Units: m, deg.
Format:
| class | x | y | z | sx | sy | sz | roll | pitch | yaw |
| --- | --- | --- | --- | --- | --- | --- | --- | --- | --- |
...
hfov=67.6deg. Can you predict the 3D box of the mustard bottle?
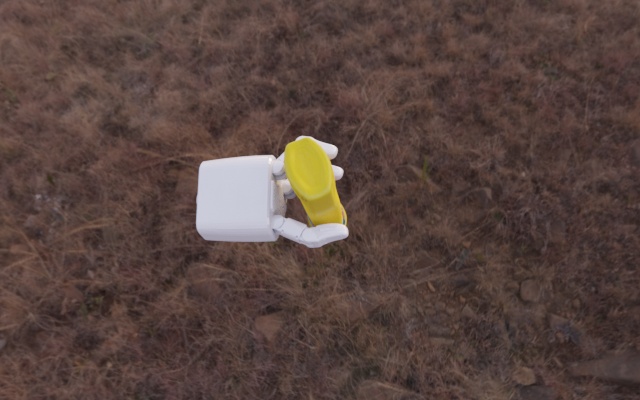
| class | x | y | z | sx | sy | sz | roll | pitch | yaw |
| --- | --- | --- | --- | --- | --- | --- | --- | --- | --- |
| mustard bottle | 0.000 | 0.002 | 0.673 | 0.058 | 0.096 | 0.192 | -23 | -30 | -2 |
